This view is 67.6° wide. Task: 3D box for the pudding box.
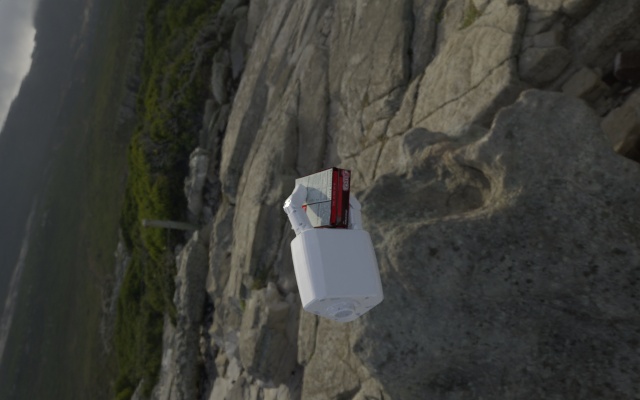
[{"bbox_3d":[0.000,0.002,0.738,0.039,0.090,0.113,12,-13,-34],"label":"pudding box"}]
